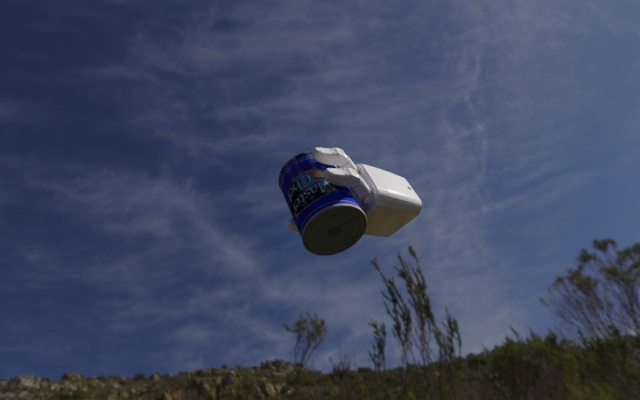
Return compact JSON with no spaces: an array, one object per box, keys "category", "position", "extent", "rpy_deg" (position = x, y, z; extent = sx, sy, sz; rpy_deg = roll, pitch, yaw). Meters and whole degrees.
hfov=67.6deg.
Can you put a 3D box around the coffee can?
[{"category":"coffee can","position":[0.000,0.003,0.760],"extent":[0.103,0.103,0.140],"rpy_deg":[0,40,-25]}]
